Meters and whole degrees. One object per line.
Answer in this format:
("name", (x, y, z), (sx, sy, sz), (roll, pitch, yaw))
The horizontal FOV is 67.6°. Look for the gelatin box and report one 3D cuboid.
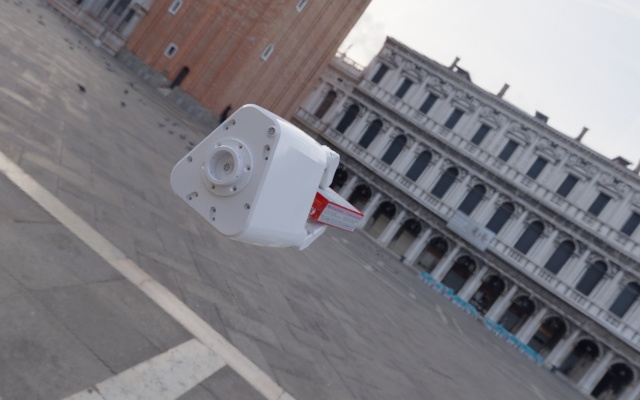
("gelatin box", (0.001, 0.002, 0.568), (0.073, 0.030, 0.089), (39, 11, 34))
